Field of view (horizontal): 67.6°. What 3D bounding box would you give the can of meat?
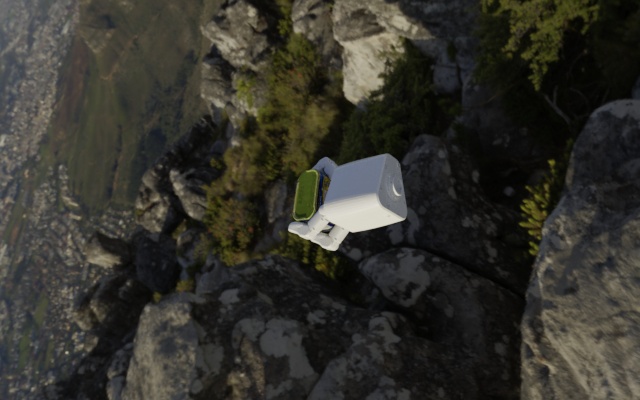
[{"bbox_3d":[0.000,0.003,0.866,0.057,0.102,0.084,-12,-27,39],"label":"can of meat"}]
